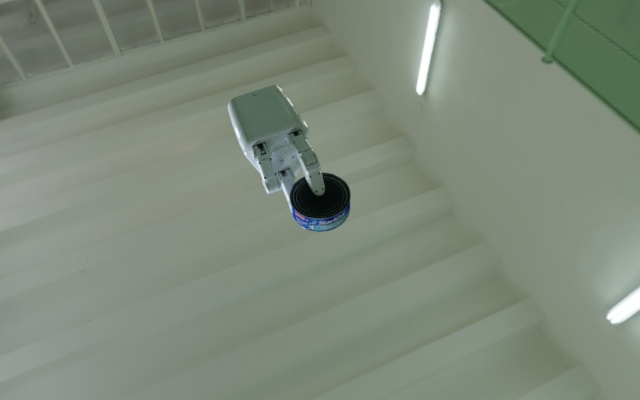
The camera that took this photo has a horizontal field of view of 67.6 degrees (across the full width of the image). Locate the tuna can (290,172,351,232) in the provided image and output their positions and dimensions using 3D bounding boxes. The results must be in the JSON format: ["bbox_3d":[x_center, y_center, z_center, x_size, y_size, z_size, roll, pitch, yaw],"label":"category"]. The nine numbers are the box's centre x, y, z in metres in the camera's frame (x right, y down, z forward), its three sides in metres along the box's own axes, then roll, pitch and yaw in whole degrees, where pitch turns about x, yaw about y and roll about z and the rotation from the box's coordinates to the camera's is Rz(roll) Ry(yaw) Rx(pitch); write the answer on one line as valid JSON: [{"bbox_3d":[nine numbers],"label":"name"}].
[{"bbox_3d":[0.000,0.003,0.679,0.086,0.086,0.034,0,-40,3],"label":"tuna can"}]
